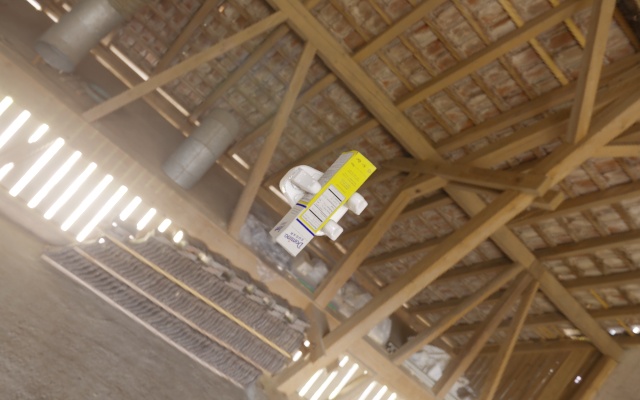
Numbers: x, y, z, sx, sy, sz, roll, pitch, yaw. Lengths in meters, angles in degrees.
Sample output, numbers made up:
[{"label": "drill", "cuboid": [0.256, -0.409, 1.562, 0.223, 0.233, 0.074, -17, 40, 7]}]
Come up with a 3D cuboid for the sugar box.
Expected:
[{"label": "sugar box", "cuboid": [0.001, 0.003, 0.722, 0.048, 0.176, 0.093, 41, -5, -10]}]
